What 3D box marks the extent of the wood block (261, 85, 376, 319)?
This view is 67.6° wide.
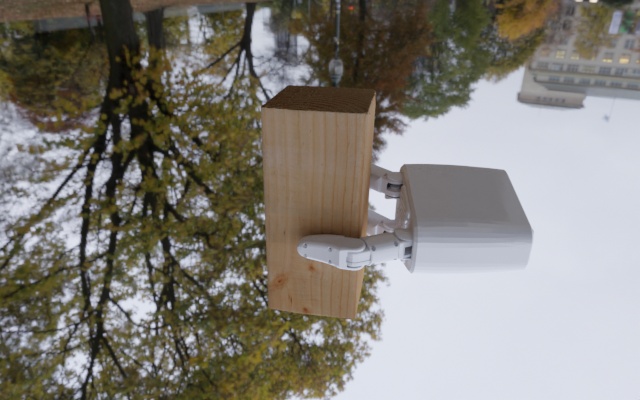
[{"bbox_3d":[0.000,0.002,0.465,0.090,0.206,0.090,5,26,9],"label":"wood block"}]
